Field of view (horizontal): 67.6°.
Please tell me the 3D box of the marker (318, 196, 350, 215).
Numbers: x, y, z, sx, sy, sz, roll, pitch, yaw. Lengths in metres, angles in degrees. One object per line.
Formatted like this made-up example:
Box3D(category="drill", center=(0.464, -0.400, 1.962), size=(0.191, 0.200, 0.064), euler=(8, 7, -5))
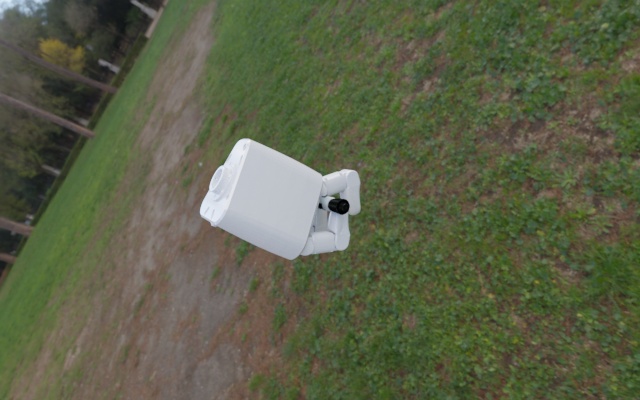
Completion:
Box3D(category="marker", center=(0.000, 0.002, 0.598), size=(0.020, 0.020, 0.121), euler=(0, 6, -28))
